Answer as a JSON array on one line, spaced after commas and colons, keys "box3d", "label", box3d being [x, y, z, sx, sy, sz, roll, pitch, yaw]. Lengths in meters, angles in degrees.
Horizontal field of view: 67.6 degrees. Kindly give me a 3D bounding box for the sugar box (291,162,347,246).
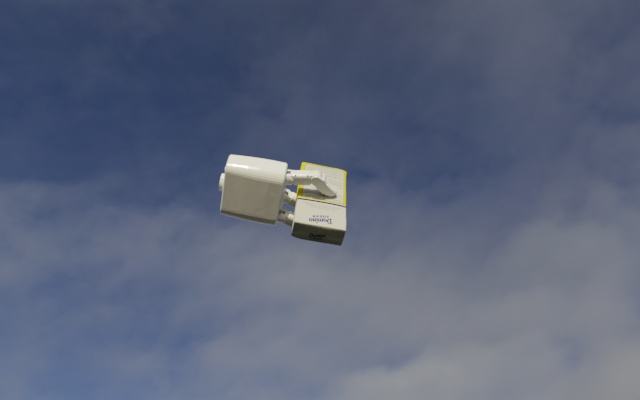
[{"box3d": [0.000, 0.003, 0.887, 0.093, 0.048, 0.176, 11, 42, -4], "label": "sugar box"}]
